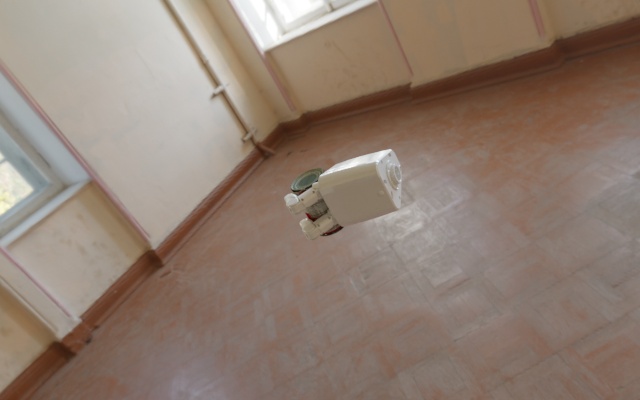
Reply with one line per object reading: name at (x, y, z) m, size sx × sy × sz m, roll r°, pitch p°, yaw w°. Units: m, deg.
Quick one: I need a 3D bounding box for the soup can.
soup can at (0.000, 0.003, 0.834) m, size 0.068 × 0.102 × 0.068 m, roll -25°, pitch 26°, yaw 13°
